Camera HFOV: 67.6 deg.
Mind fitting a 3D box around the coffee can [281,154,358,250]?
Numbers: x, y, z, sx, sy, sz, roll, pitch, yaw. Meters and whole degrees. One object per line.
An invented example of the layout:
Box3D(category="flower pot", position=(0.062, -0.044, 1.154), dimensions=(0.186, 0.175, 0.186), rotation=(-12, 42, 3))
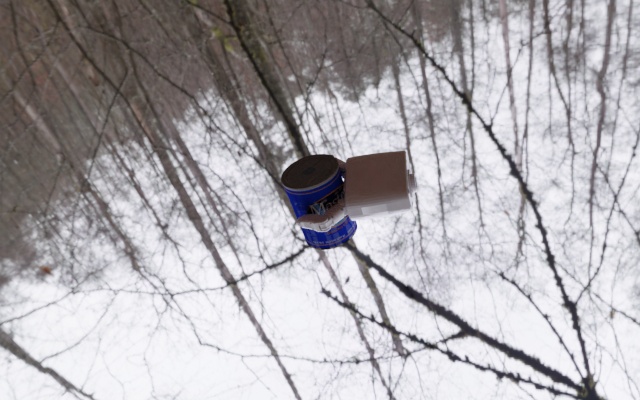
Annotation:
Box3D(category="coffee can", position=(0.000, 0.003, 0.853), dimensions=(0.103, 0.140, 0.102), rotation=(-13, 34, 9))
